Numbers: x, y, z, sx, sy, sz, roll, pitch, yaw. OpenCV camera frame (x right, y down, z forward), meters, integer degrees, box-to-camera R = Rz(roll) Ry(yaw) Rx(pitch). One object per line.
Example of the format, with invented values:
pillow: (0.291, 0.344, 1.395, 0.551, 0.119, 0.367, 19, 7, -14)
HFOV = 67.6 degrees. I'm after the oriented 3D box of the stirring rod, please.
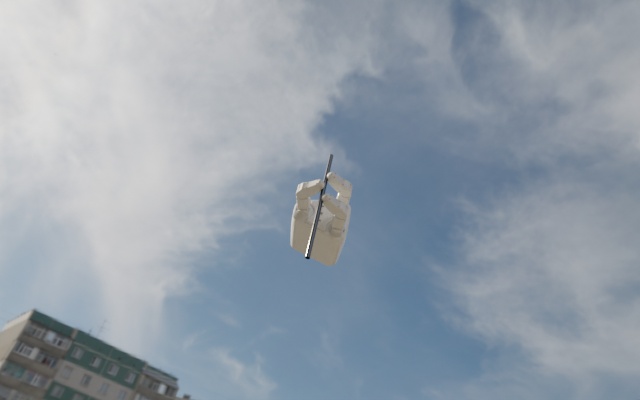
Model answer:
stirring rod: (0.000, 0.003, 0.844, 0.011, 0.239, 0.011, 8, -40, 7)
